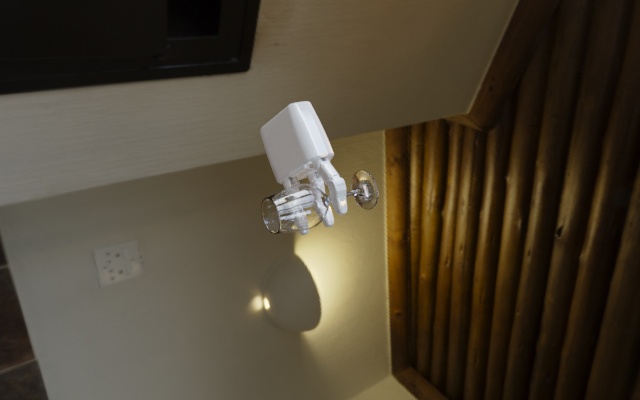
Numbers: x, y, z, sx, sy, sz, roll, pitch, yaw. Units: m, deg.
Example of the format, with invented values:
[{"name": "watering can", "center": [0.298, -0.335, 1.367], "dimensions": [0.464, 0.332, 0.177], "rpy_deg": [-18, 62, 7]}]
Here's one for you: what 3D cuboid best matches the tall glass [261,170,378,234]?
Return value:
[{"name": "tall glass", "center": [0.001, 0.003, 0.822], "dimensions": [0.201, 0.079, 0.079], "rpy_deg": [-16, 9, -33]}]
